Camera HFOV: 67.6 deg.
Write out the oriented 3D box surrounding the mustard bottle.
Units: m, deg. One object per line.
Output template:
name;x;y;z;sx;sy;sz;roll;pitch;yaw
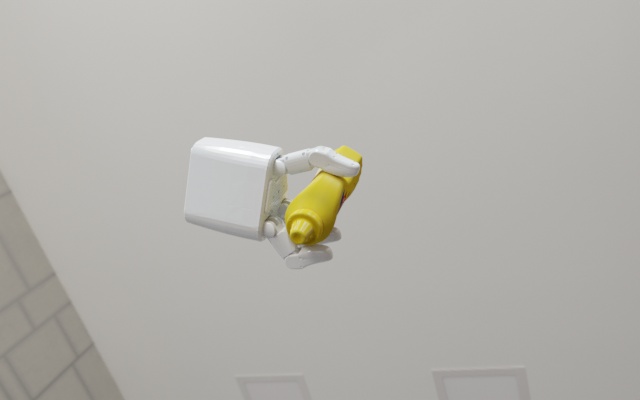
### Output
mustard bottle;0.000;0.002;0.594;0.058;0.096;0.191;33;28;1
